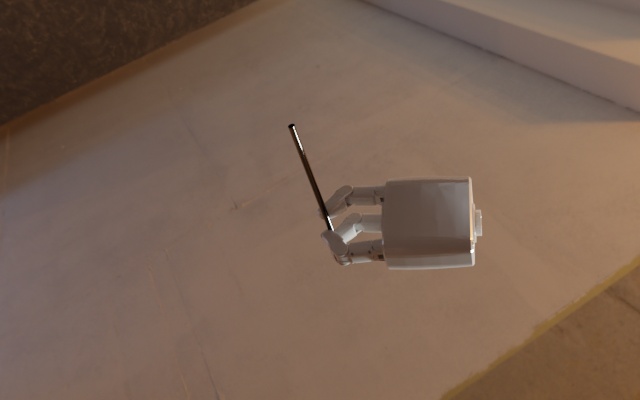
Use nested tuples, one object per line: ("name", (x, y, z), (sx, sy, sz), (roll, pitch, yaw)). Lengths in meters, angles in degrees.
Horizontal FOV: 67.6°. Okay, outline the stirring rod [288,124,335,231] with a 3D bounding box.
("stirring rod", (0.000, 0.002, 0.606), (0.011, 0.011, 0.240), (0, -44, 22))
